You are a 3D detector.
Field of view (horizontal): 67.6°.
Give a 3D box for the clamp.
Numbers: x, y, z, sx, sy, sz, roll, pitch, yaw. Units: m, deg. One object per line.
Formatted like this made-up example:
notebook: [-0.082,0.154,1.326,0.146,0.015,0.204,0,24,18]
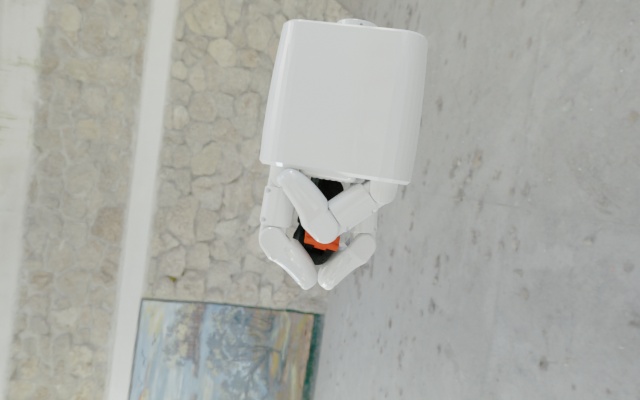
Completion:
clamp: [-0.001,0.001,0.444,0.039,0.120,0.171,8,4,-8]
